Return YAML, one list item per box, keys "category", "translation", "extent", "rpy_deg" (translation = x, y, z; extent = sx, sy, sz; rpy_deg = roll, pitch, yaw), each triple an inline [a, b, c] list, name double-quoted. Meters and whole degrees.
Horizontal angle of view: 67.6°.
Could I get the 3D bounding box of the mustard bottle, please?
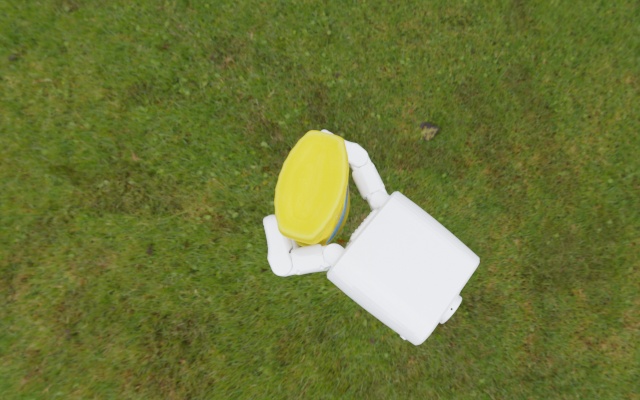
- category: "mustard bottle"
  translation: [0.000, 0.001, 0.489]
  extent: [0.058, 0.096, 0.192]
  rpy_deg: [14, -8, 7]
